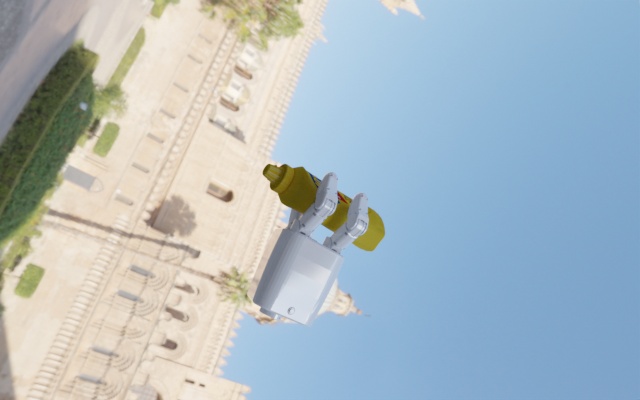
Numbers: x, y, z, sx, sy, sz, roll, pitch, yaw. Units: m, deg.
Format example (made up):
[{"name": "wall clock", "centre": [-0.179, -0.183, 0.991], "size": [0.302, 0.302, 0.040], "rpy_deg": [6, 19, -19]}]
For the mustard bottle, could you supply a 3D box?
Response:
[{"name": "mustard bottle", "centre": [0.000, 0.002, 0.676], "size": [0.192, 0.058, 0.096], "rpy_deg": [30, 14, -27]}]
